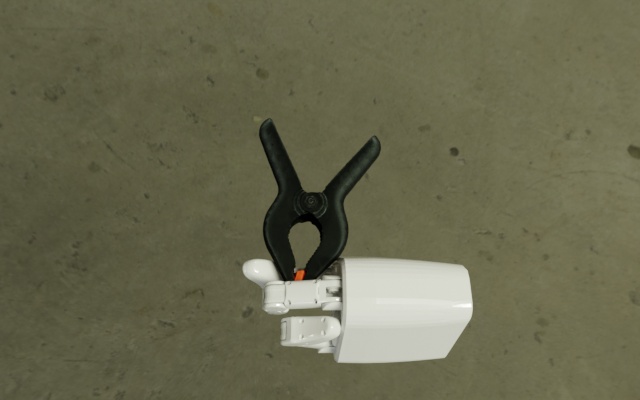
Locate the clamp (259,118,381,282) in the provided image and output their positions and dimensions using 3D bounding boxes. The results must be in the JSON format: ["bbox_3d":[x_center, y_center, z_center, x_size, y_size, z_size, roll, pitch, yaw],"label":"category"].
[{"bbox_3d":[0.000,0.001,0.451,0.120,0.171,0.039,-1,-16,2],"label":"clamp"}]
